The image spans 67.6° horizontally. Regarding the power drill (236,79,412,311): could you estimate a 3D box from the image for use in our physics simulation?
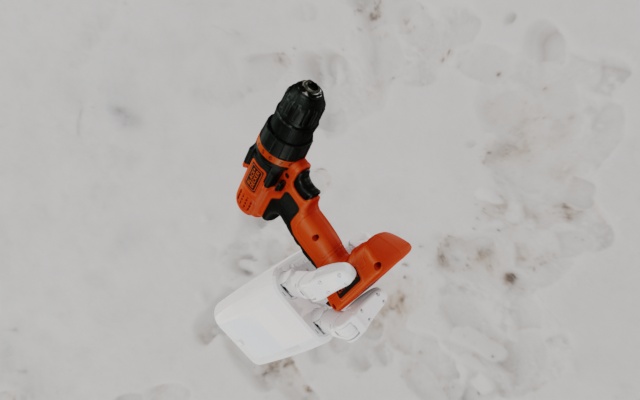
[{"bbox_3d":[0.000,0.002,0.471,0.057,0.187,0.184,-27,-20,-39],"label":"power drill"}]
